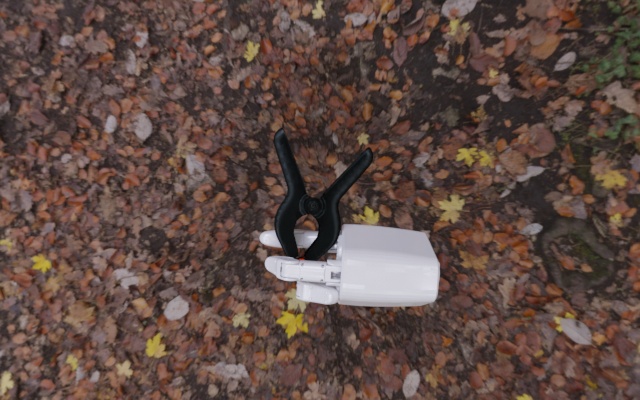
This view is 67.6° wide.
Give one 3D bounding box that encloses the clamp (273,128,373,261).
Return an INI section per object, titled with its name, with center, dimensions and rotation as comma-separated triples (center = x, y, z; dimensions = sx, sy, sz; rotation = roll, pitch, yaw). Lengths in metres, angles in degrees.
[clamp]
center = 0.000, 0.002, 0.569
dimensions = 0.120, 0.171, 0.039
rotation = 3, 1, 1
